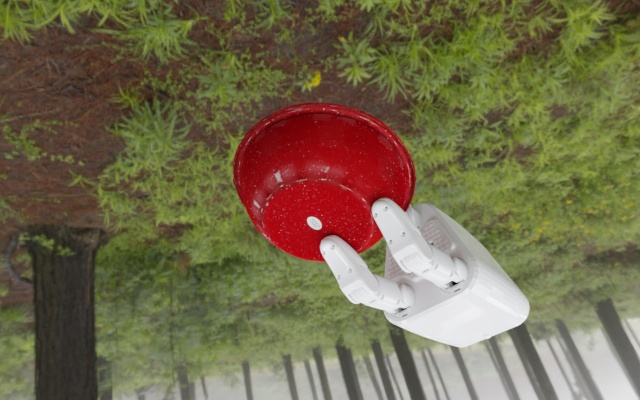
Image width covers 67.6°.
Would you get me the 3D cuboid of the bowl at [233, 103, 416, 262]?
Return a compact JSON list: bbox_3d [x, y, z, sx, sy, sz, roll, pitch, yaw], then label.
[{"bbox_3d":[-0.001,0.001,0.404,0.162,0.162,0.055,0,40,7],"label":"bowl"}]
